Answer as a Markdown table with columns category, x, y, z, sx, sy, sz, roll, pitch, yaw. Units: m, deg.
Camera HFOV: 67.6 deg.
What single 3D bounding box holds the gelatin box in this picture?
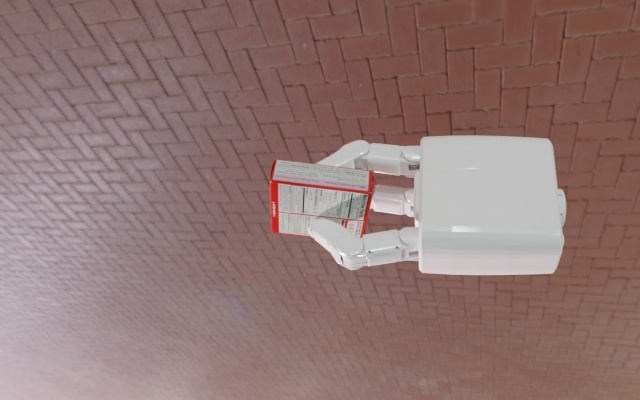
| category | x | y | z | sx | sy | sz | roll | pitch | yaw |
| --- | --- | --- | --- | --- | --- | --- | --- | --- | --- |
| gelatin box | 0.000 | 0.002 | 0.428 | 0.089 | 0.030 | 0.073 | 6 | -40 | 1 |
